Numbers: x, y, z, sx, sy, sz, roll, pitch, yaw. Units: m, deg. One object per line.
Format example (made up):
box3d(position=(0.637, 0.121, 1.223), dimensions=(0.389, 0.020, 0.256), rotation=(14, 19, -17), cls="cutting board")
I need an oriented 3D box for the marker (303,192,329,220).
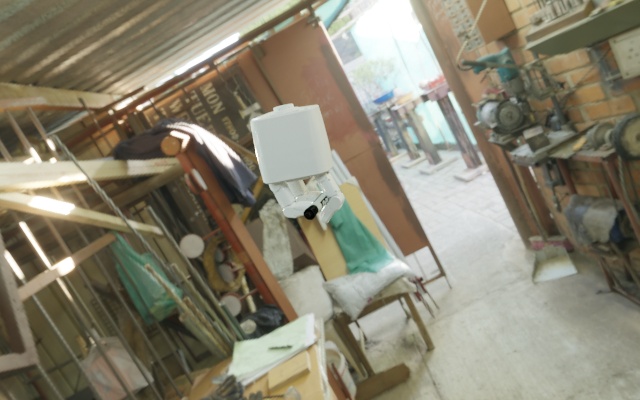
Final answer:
box3d(position=(0.000, 0.003, 0.776), dimensions=(0.020, 0.020, 0.121), rotation=(0, 20, 20), cls="marker")
